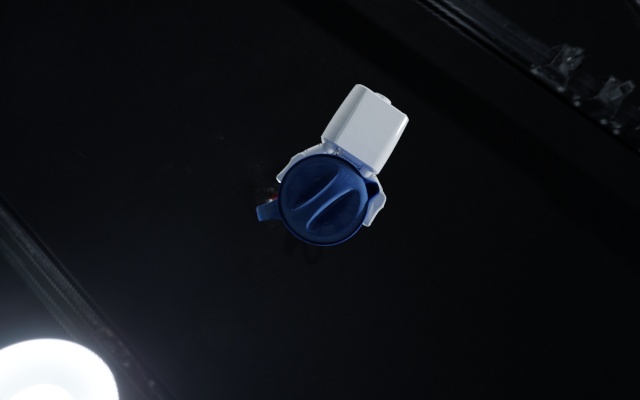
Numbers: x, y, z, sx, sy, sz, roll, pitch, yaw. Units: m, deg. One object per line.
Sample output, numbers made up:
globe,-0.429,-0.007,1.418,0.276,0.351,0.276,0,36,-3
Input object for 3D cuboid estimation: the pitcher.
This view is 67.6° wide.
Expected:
pitcher,0.000,0.002,0.800,0.149,0.145,0.243,31,0,4
